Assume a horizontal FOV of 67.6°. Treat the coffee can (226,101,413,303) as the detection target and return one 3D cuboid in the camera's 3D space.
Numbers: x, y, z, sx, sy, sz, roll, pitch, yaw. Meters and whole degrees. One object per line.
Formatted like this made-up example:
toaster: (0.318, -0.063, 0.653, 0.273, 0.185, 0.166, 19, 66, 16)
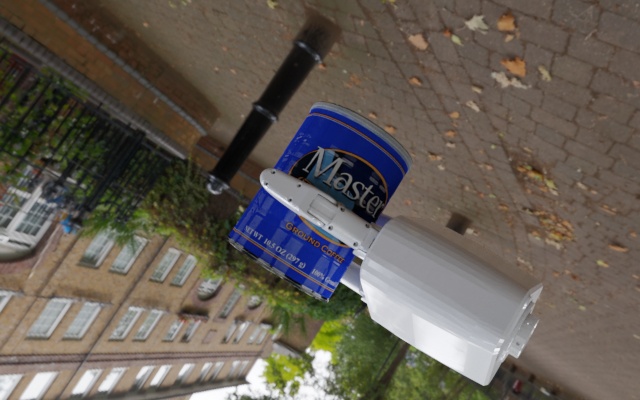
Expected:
coffee can: (0.000, 0.001, 0.415, 0.103, 0.140, 0.103, 32, -6, 4)
